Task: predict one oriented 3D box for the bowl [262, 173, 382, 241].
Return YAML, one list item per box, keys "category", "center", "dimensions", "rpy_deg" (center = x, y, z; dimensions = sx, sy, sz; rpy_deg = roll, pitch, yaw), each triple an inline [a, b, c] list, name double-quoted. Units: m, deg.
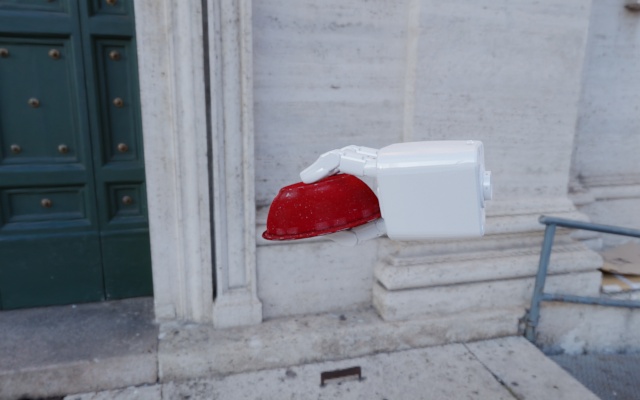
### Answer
- category: "bowl"
  center: [-0.001, 0.002, 0.595]
  dimensions: [0.162, 0.055, 0.162]
  rpy_deg: [-13, 7, 2]
